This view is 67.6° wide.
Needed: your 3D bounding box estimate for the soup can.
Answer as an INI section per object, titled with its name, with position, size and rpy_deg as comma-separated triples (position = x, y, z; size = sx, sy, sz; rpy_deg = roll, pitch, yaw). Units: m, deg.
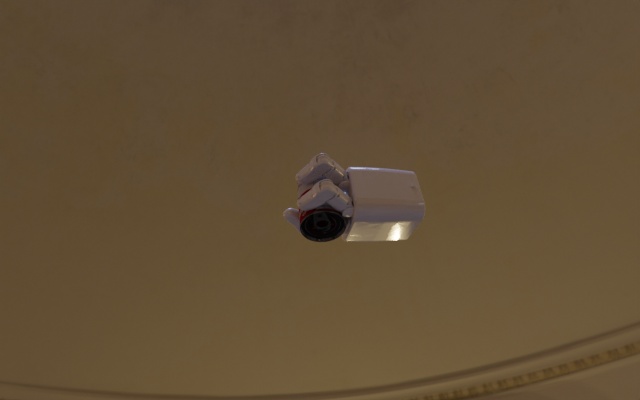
[soup can]
position = 0.000, 0.002, 0.724
size = 0.068, 0.102, 0.069
rpy_deg = -3, -43, -3
